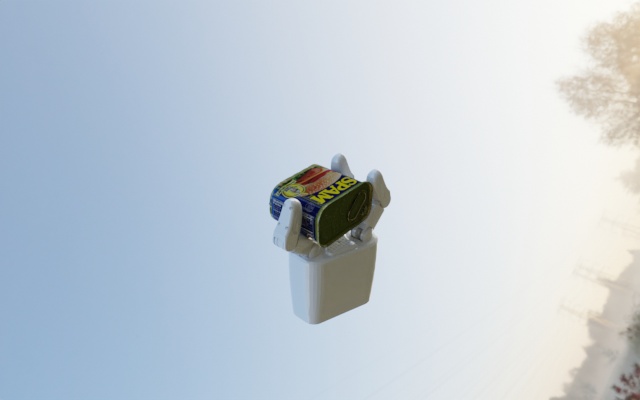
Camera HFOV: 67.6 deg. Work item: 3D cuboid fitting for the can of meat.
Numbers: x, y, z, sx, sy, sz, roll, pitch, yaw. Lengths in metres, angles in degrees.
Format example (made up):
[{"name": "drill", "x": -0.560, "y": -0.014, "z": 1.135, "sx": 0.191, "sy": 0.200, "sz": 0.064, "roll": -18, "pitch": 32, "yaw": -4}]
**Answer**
[{"name": "can of meat", "x": 0.000, "y": 0.002, "z": 0.584, "sx": 0.084, "sy": 0.057, "sz": 0.102, "roll": 24, "pitch": 40, "yaw": 35}]
